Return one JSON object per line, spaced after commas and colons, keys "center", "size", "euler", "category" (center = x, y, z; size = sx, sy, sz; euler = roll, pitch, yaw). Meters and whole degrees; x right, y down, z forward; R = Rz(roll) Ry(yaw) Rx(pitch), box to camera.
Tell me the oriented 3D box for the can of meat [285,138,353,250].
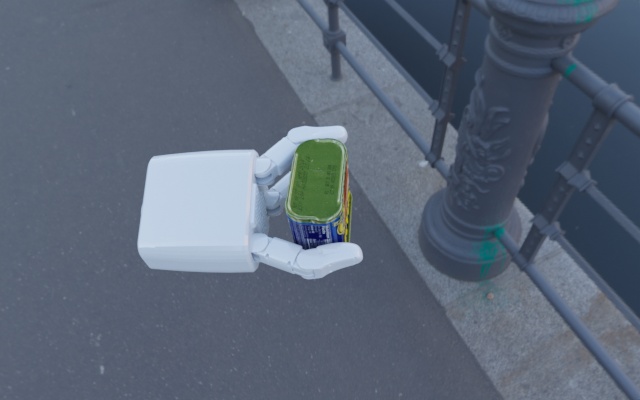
{"center": [0.000, 0.001, 0.470], "size": [0.057, 0.102, 0.084], "euler": [1, -35, 7], "category": "can of meat"}
